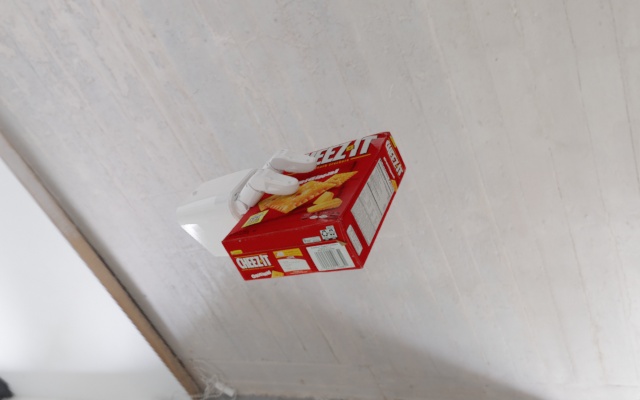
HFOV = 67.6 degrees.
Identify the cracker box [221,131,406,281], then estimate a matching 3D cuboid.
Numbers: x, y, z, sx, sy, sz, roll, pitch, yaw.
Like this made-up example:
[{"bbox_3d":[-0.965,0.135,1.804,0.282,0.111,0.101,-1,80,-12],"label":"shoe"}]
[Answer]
[{"bbox_3d":[0.000,0.002,0.603,0.164,0.072,0.213,-11,28,31],"label":"cracker box"}]
